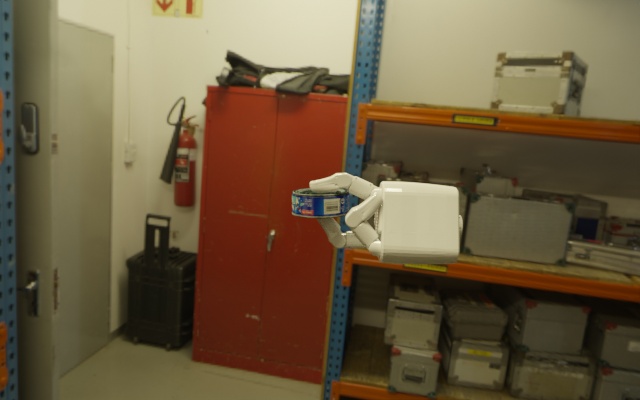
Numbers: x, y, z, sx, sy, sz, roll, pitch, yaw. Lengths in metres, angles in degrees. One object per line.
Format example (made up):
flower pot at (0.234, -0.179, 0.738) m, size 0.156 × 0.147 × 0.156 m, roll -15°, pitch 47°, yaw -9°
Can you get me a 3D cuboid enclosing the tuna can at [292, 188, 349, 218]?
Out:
tuna can at (0.000, 0.002, 0.705) m, size 0.086 × 0.034 × 0.086 m, roll -1°, pitch 9°, yaw 0°
